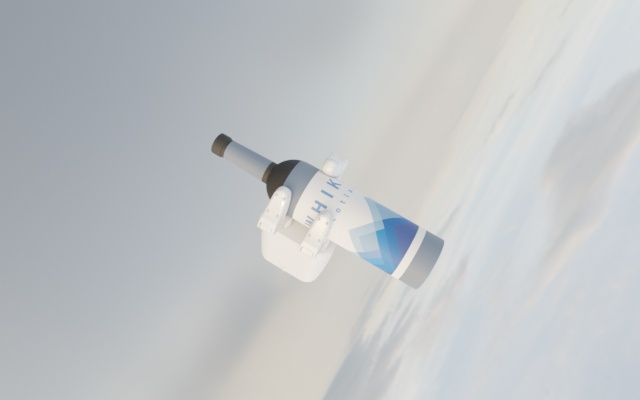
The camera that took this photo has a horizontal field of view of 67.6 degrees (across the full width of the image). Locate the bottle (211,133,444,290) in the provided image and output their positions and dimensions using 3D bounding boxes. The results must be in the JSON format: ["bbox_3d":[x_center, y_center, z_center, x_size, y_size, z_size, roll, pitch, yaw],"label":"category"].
[{"bbox_3d":[0.000,0.002,0.570,0.295,0.069,0.069,30,4,6],"label":"bottle"}]
